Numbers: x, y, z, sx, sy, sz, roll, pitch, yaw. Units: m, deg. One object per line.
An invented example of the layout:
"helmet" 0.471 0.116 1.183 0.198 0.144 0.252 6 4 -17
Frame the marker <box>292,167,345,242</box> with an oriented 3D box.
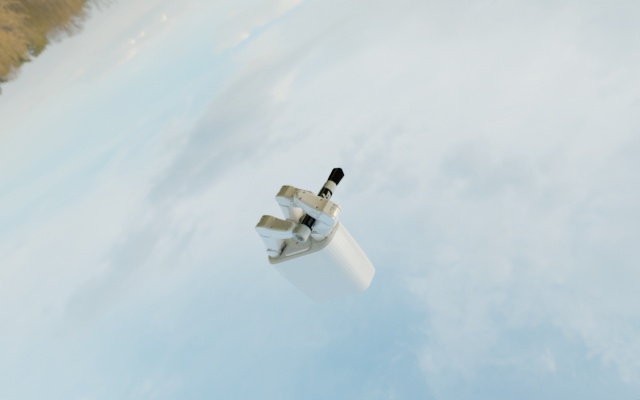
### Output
"marker" 0.000 0.002 0.621 0.020 0.121 0.020 22 -32 15
